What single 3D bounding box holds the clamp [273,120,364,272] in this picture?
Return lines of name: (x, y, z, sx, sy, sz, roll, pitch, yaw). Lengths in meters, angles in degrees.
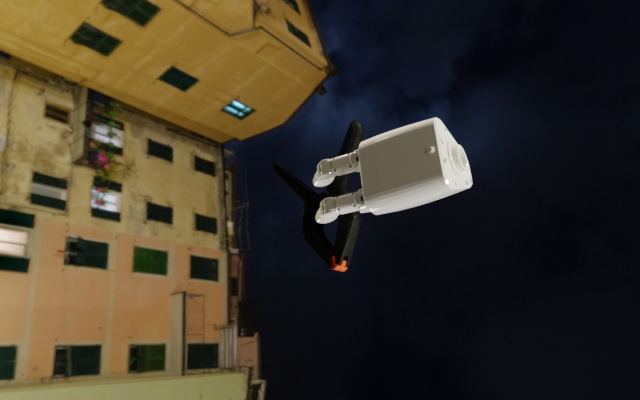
clamp: (0.001, 0.003, 0.697, 0.164, 0.210, 0.036, -18, -23, 32)
